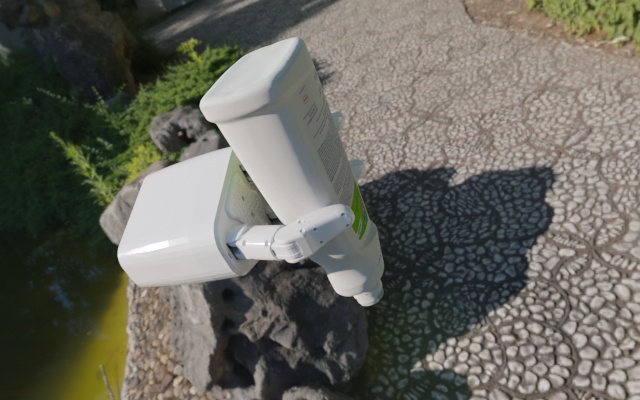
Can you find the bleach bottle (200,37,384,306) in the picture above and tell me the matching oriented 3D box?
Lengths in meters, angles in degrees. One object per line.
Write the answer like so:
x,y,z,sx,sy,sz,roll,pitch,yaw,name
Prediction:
0.000,0.001,0.402,0.068,0.251,0.102,-11,34,24,bleach bottle
